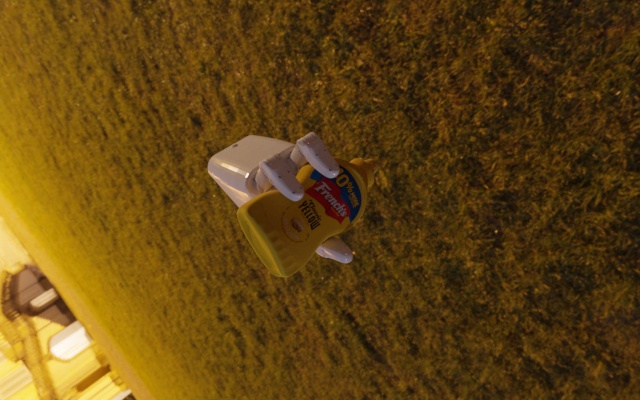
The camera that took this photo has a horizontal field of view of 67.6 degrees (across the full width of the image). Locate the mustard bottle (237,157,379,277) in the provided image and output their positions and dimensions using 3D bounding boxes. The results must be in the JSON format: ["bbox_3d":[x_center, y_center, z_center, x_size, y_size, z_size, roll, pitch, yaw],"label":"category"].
[{"bbox_3d":[0.000,0.002,0.578,0.191,0.096,0.058,-35,11,-28],"label":"mustard bottle"}]
